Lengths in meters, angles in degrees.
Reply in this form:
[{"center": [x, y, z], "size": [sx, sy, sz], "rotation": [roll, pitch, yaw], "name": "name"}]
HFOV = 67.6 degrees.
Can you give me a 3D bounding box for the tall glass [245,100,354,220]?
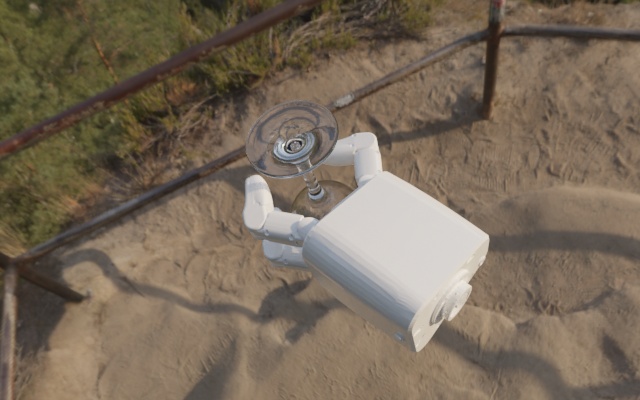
[{"center": [0.000, 0.001, 0.448], "size": [0.079, 0.079, 0.201], "rotation": [0, -30, 15], "name": "tall glass"}]
